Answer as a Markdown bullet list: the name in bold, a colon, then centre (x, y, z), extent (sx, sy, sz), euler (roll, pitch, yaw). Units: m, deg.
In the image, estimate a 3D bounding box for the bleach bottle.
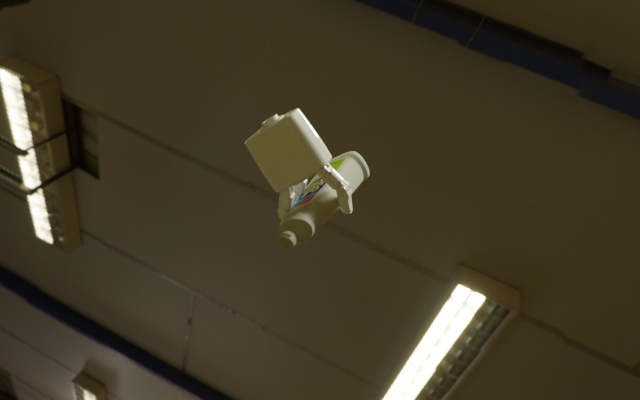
- **bleach bottle**: centre (0.000, 0.003, 0.871), extent (0.102, 0.068, 0.250), euler (-21, 20, 37)
